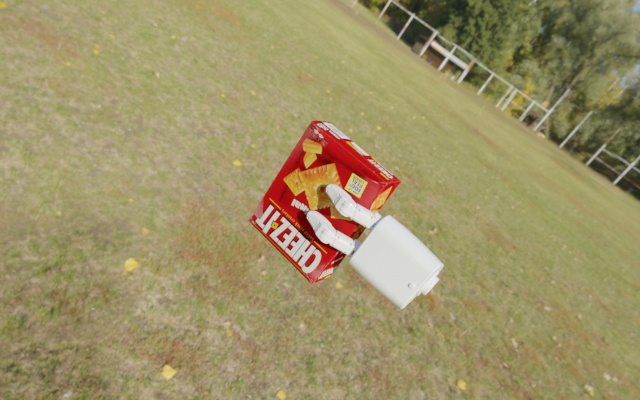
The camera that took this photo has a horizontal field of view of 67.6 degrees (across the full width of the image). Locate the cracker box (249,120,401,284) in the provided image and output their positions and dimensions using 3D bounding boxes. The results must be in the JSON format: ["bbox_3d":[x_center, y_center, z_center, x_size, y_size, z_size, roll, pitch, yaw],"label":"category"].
[{"bbox_3d":[0.000,0.002,0.780,0.164,0.214,0.072,43,23,19],"label":"cracker box"}]
